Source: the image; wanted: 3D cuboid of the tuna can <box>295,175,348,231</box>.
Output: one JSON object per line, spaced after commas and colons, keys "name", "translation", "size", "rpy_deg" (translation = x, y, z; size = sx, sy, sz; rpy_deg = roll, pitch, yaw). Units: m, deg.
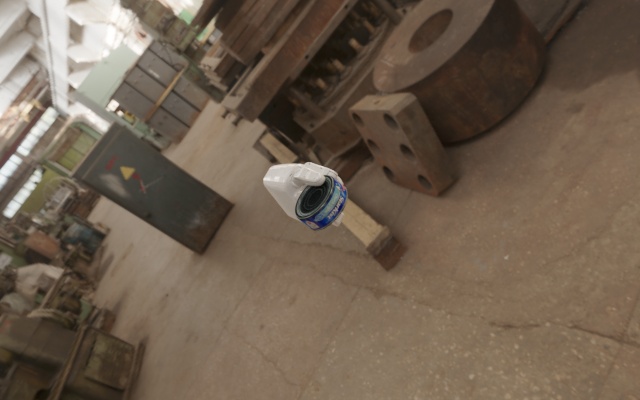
{"name": "tuna can", "translation": [0.000, 0.002, 0.745], "size": [0.034, 0.086, 0.086], "rpy_deg": [39, -22, -29]}
